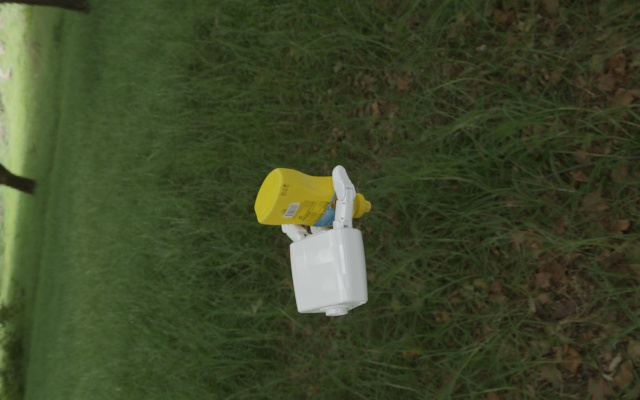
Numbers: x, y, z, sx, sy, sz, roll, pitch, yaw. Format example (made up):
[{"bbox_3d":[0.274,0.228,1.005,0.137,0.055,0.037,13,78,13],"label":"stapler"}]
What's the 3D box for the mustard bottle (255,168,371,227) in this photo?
[{"bbox_3d":[0.000,0.002,0.756,0.191,0.058,0.096,6,-47,-31],"label":"mustard bottle"}]
